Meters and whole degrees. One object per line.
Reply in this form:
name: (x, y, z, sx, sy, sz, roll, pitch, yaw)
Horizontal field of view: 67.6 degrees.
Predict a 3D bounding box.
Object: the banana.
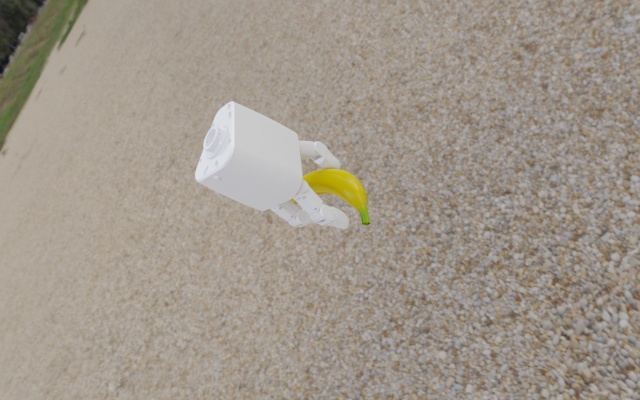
banana: (0.008, -0.015, 0.717, 0.037, 0.069, 0.198, 19, -3, -36)
